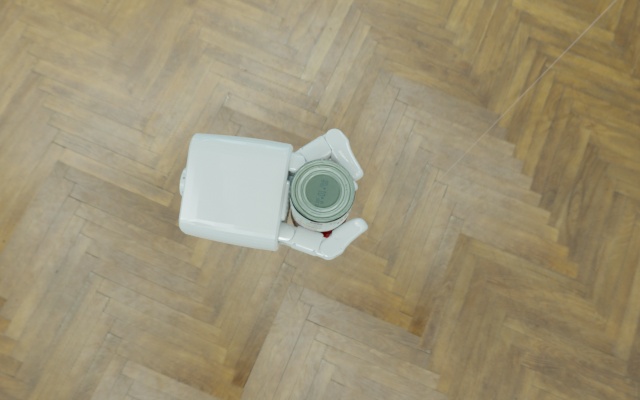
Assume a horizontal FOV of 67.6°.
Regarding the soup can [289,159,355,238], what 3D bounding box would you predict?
[{"bbox_3d":[0.001,0.002,0.522,0.068,0.068,0.102,0,-14,-2],"label":"soup can"}]
